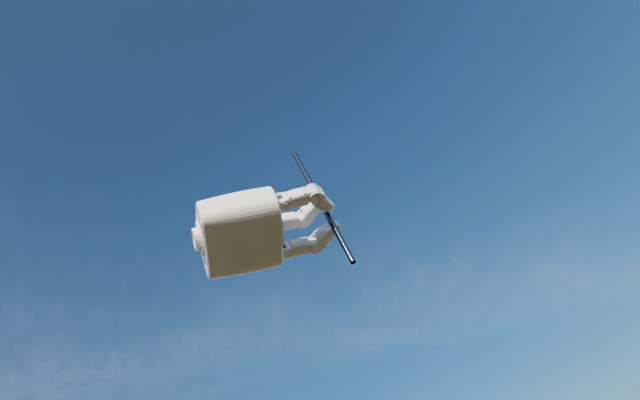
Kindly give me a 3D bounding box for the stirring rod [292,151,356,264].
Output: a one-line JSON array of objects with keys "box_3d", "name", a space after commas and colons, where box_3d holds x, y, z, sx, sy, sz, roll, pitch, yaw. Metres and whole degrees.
[{"box_3d": [0.000, 0.002, 0.717, 0.011, 0.011, 0.239, 0, 42, -30], "name": "stirring rod"}]
